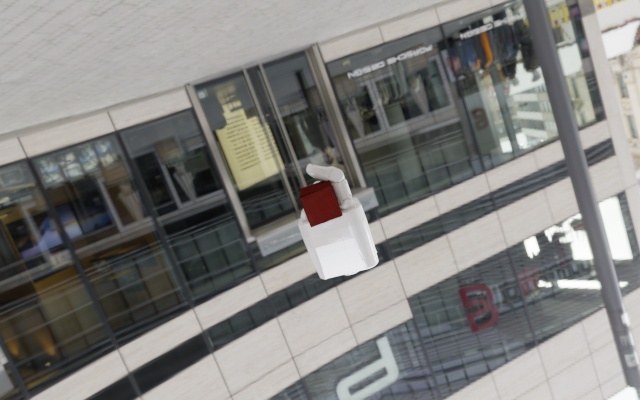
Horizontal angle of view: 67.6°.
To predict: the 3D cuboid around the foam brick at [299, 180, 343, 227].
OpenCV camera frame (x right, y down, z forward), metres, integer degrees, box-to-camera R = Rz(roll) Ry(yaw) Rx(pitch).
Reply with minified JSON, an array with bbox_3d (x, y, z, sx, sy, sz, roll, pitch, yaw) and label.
[{"bbox_3d":[0.000,0.002,0.741,0.053,0.051,0.078,-19,10,2],"label":"foam brick"}]
